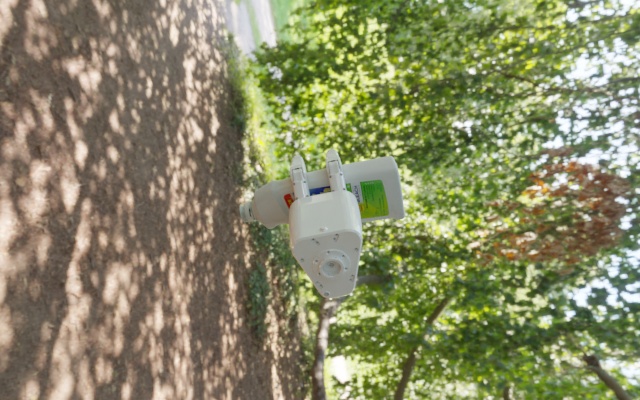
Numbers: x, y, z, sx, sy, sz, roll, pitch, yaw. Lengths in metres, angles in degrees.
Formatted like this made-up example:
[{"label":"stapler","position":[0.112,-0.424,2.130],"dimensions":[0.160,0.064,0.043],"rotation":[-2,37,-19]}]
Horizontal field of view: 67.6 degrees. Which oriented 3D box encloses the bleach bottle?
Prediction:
[{"label":"bleach bottle","position":[0.000,0.002,0.753],"dimensions":[0.251,0.103,0.068],"rotation":[-12,27,3]}]
